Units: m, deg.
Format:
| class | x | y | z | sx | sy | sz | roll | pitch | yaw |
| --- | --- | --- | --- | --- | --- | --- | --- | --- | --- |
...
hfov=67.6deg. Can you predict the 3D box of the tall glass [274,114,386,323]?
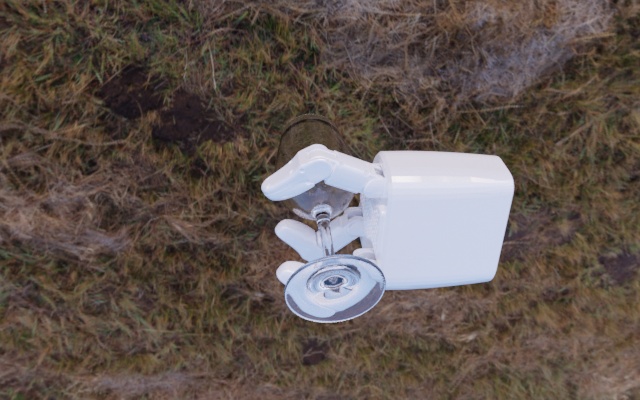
| class | x | y | z | sx | sy | sz | roll | pitch | yaw |
| --- | --- | --- | --- | --- | --- | --- | --- | --- | --- |
| tall glass | 0.000 | 0.002 | 0.418 | 0.079 | 0.079 | 0.200 | 0 | 40 | -9 |
